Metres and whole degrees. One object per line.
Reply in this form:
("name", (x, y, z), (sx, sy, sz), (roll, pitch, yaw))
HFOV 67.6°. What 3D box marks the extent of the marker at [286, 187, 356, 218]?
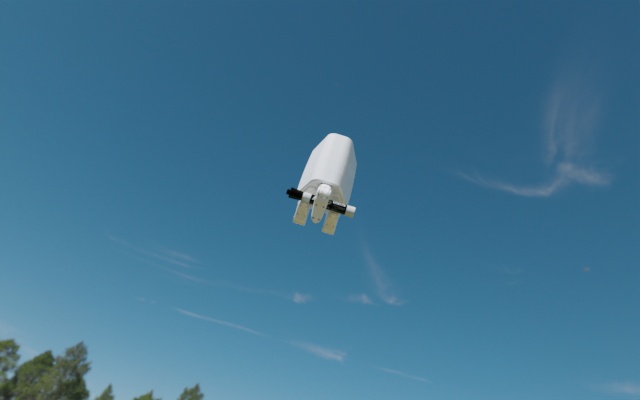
("marker", (0.000, 0.003, 0.816), (0.121, 0.020, 0.020), (18, 0, -1))
